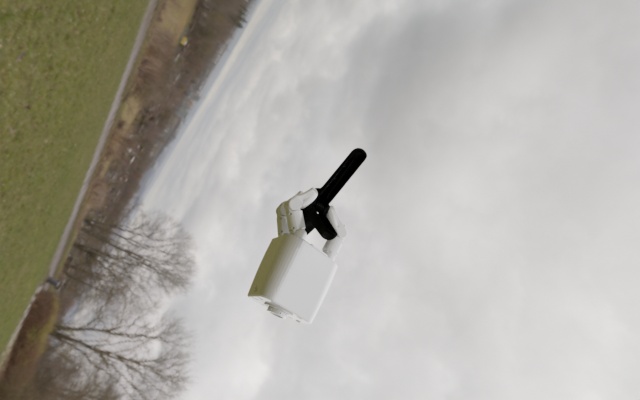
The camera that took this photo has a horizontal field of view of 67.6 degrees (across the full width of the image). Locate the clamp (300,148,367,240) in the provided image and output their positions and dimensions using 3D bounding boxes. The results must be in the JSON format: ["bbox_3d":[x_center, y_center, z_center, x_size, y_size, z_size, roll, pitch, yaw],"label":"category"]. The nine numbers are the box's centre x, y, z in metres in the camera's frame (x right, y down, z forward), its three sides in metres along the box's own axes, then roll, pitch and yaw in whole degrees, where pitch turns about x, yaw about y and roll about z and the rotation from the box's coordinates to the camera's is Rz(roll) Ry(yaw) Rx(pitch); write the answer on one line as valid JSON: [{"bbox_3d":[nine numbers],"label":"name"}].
[{"bbox_3d":[0.000,0.003,0.798,0.036,0.164,0.210,33,-23,-17],"label":"clamp"}]
